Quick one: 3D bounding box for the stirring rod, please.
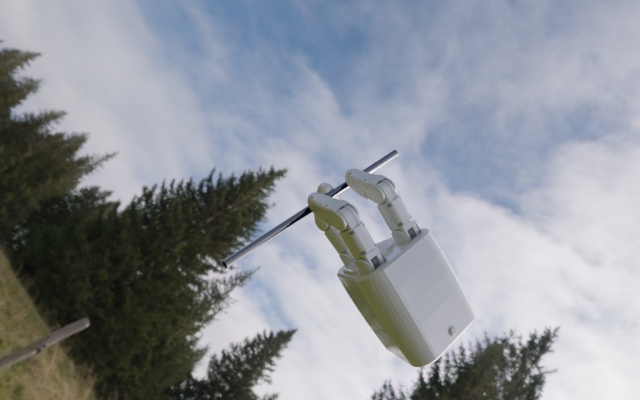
[{"bbox_3d":[0.000,0.002,0.495,0.239,0.011,0.011,-33,18,-30],"label":"stirring rod"}]
